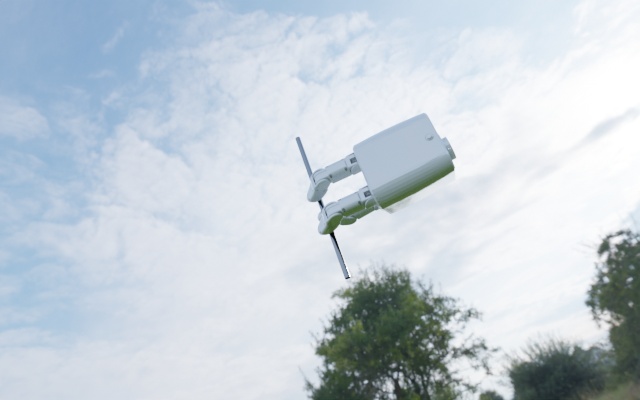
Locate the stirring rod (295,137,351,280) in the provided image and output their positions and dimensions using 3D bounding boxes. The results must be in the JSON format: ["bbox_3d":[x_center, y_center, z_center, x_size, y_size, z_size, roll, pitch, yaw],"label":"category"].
[{"bbox_3d":[0.000,0.002,0.678,0.011,0.239,0.011,-15,-30,-9],"label":"stirring rod"}]
